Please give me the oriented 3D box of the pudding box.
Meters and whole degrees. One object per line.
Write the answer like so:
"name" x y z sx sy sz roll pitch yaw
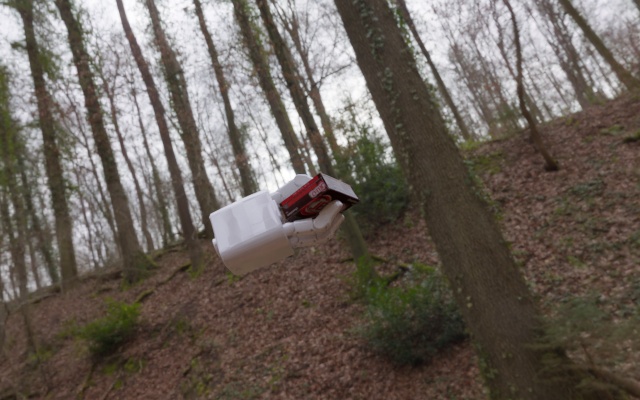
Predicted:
"pudding box" 0.000 0.002 0.787 0.090 0.039 0.113 -36 -23 21
